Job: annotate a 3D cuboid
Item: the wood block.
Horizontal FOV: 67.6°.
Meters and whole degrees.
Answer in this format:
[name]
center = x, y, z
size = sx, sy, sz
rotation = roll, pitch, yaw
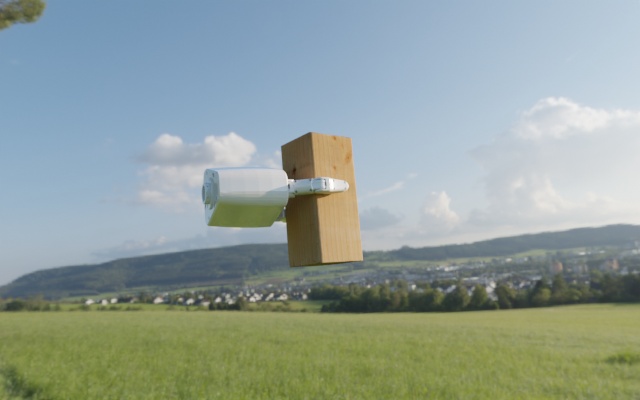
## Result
[wood block]
center = 0.000, 0.002, 0.790
size = 0.090, 0.206, 0.091
rotation = 2, -12, -37
